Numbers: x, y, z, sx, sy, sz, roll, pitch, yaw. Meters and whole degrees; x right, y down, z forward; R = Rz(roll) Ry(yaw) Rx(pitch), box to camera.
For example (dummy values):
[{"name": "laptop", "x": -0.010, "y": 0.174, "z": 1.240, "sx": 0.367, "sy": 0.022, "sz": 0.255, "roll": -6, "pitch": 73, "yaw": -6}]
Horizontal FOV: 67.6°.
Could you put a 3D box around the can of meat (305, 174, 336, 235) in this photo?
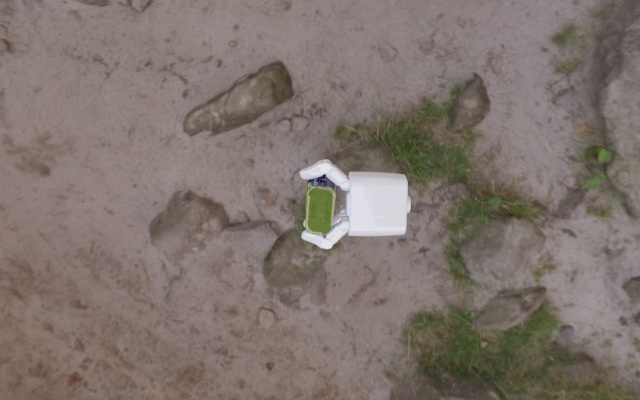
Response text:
[{"name": "can of meat", "x": 0.000, "y": 0.003, "z": 0.894, "sx": 0.057, "sy": 0.102, "sz": 0.084, "roll": 4, "pitch": 24, "yaw": -1}]
